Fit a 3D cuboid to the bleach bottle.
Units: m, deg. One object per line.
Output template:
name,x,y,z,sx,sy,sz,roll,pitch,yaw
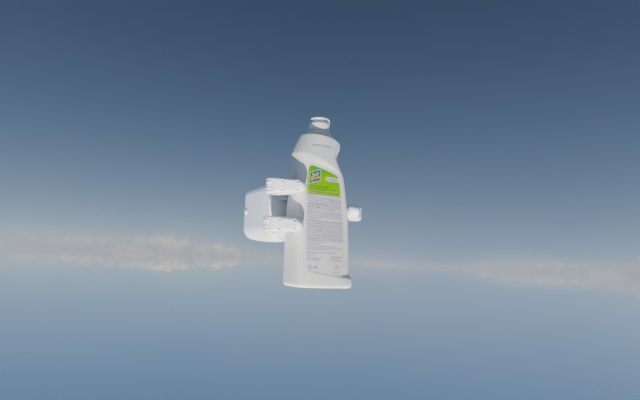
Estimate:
bleach bottle,0.000,0.002,0.715,0.102,0.251,0.068,7,-8,-32
